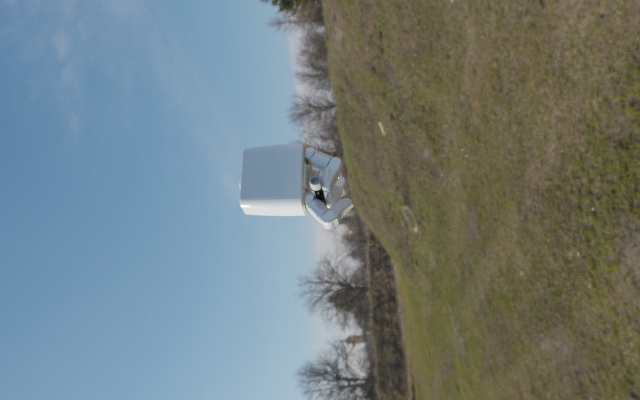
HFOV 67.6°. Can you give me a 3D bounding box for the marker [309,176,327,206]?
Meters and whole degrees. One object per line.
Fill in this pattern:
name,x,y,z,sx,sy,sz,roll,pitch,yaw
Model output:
marker,0.000,0.003,0.780,0.020,0.020,0.121,0,-34,10
